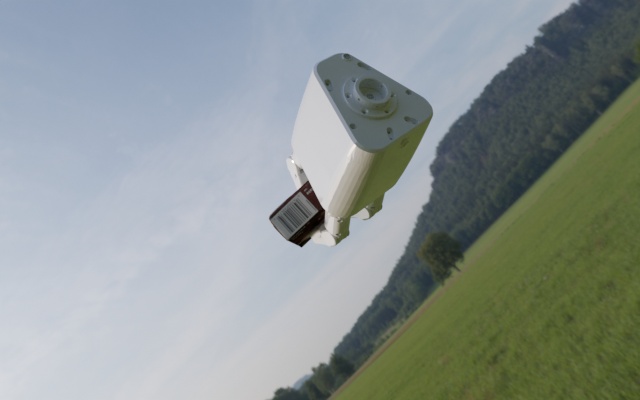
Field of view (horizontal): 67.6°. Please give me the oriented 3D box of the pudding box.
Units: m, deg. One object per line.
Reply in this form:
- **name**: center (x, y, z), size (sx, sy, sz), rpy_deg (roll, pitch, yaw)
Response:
- **pudding box**: center (0.000, 0.002, 0.553), size (0.113, 0.039, 0.090), rpy_deg (-41, -14, -1)
